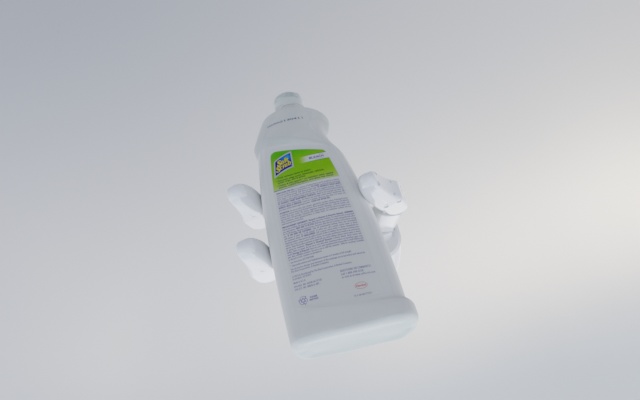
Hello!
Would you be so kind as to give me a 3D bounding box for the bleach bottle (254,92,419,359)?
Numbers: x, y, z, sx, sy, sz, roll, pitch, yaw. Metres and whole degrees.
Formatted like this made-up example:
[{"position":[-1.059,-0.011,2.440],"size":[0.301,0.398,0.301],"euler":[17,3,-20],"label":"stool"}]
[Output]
[{"position":[0.000,0.001,0.422],"size":[0.102,0.250,0.068],"euler":[-12,-31,-3],"label":"bleach bottle"}]
